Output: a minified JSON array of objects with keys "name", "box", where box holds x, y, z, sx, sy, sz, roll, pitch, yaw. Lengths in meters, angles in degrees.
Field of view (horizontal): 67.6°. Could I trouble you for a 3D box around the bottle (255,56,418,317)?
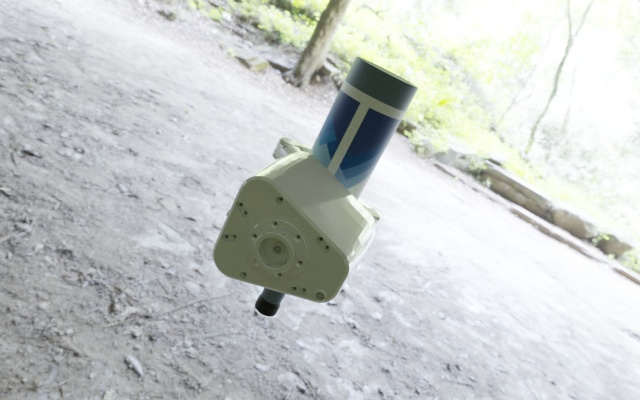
[{"name":"bottle","box":[0.000,0.001,0.500,0.069,0.296,0.069,24,20,-9]}]
